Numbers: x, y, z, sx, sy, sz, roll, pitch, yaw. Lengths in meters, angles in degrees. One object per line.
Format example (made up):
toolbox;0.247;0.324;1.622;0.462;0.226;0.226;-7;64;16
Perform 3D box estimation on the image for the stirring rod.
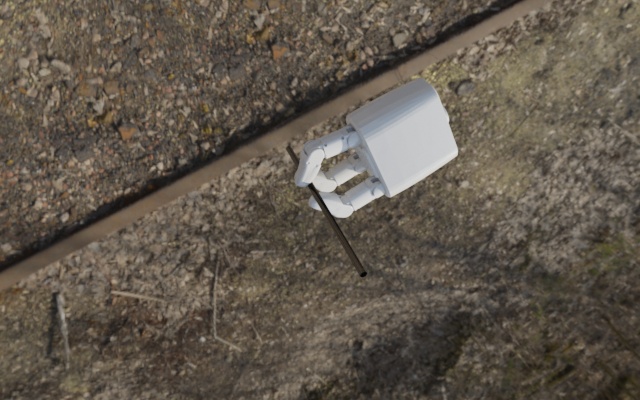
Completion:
stirring rod;0.000;0.002;0.569;0.011;0.011;0.239;0;38;-27
